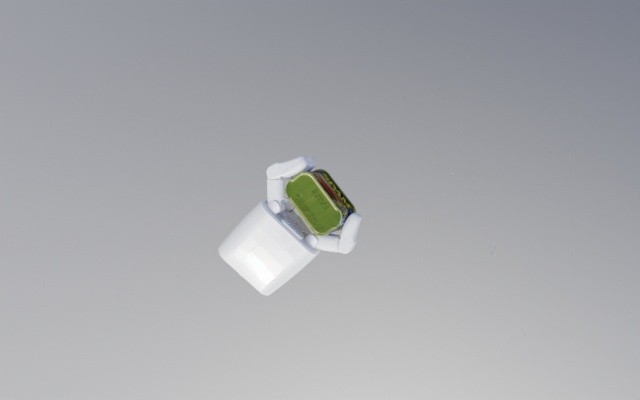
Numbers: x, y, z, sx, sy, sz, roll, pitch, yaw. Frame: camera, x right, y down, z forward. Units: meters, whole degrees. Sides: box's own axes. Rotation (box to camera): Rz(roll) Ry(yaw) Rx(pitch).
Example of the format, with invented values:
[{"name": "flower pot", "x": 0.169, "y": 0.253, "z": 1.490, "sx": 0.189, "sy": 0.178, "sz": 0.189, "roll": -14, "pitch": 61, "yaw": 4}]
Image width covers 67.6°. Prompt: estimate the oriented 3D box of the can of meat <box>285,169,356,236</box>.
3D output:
[{"name": "can of meat", "x": 0.000, "y": 0.002, "z": 0.716, "sx": 0.057, "sy": 0.102, "sz": 0.084, "roll": -39, "pitch": -7, "yaw": 15}]
